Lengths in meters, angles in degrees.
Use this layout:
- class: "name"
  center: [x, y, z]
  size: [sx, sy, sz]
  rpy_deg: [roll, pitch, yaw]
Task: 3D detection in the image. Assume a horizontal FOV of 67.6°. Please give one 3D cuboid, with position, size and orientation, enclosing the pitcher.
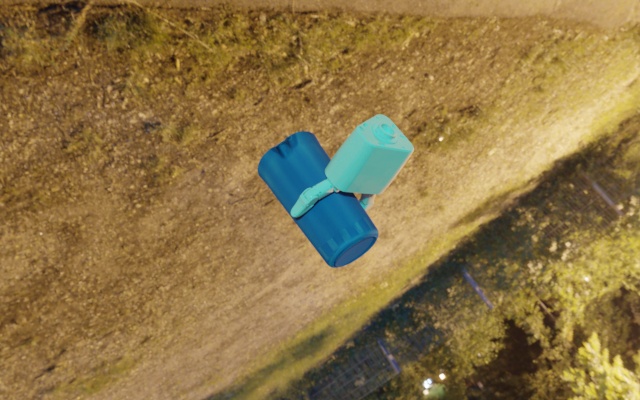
- class: "pitcher"
  center: [0.000, 0.003, 0.889]
  size: [0.149, 0.242, 0.145]
  rpy_deg: [-11, -33, -43]
